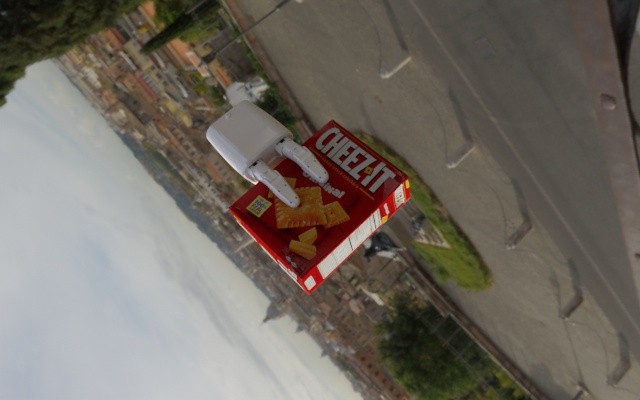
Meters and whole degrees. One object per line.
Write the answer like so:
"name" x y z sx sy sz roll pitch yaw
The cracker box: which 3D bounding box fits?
"cracker box" 0.000 0.003 0.704 0.164 0.213 0.072 41 -14 27
